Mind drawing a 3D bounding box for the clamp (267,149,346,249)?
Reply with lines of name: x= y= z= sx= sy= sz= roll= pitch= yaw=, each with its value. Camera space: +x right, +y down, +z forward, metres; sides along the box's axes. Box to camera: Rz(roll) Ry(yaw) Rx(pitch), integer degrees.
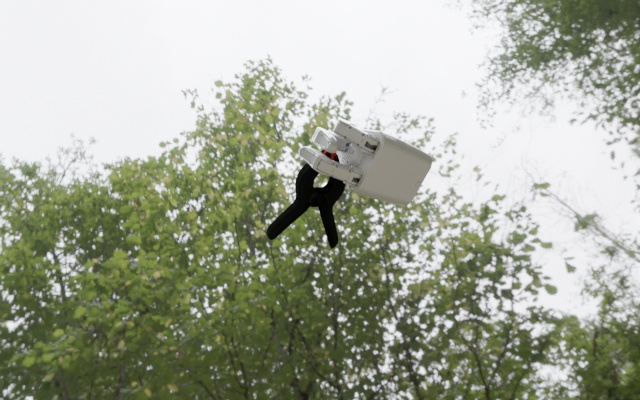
clamp: x=0.000 y=0.002 z=0.752 sx=0.120 sy=0.171 sz=0.039 roll=17 pitch=22 yaw=-29
